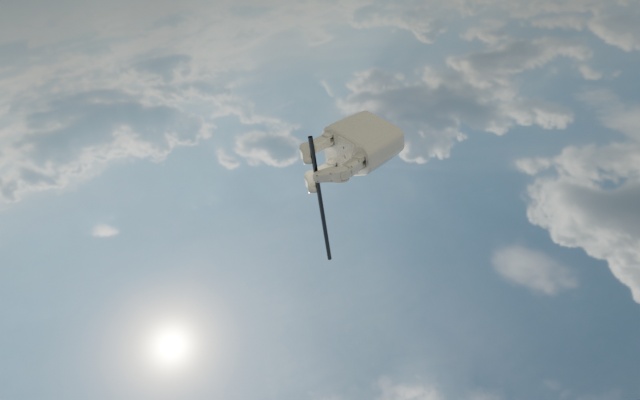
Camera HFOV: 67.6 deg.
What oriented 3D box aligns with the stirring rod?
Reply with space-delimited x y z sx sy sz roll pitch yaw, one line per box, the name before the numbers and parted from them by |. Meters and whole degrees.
stirring rod | 0.000 0.003 0.817 0.011 0.240 0.011 -7 29 4
